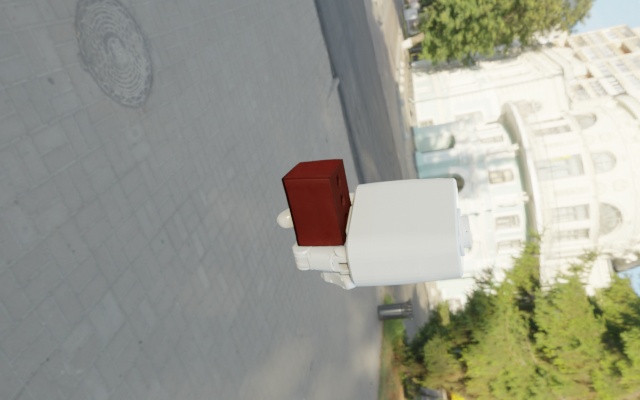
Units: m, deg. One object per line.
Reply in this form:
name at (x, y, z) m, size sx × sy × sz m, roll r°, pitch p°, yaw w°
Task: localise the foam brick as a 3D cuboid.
foam brick at (0.000, 0.001, 0.495) m, size 0.051 × 0.078 × 0.053 m, roll -3°, pitch 25°, yaw 22°
